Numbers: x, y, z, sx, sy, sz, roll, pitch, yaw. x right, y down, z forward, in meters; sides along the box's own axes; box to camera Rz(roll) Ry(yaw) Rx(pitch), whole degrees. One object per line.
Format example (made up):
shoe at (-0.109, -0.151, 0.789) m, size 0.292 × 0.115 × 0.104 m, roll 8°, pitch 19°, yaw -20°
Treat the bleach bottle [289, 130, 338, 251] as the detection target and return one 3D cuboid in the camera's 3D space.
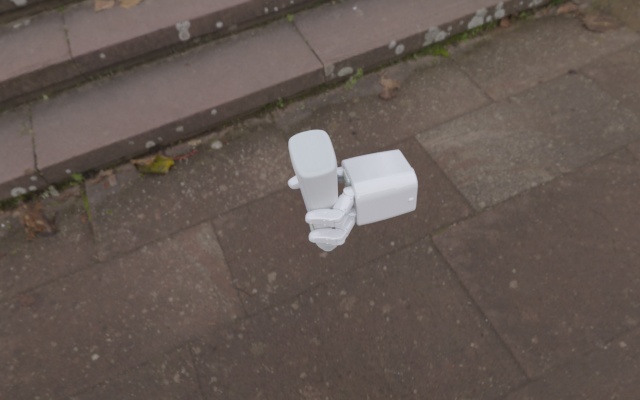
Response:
bleach bottle at (0.000, 0.003, 0.829) m, size 0.068 × 0.102 × 0.251 m, roll -13°, pitch -38°, yaw -3°
